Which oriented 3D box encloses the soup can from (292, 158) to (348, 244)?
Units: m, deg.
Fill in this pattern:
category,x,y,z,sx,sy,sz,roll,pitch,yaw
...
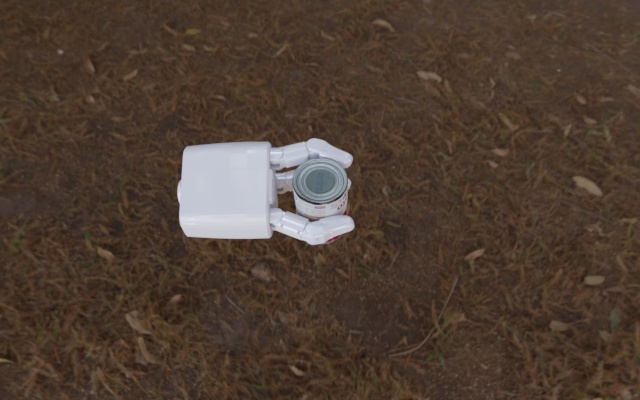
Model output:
category,x,y,z,sx,sy,sz,roll,pitch,yaw
soup can,0.001,0.002,0.600,0.068,0.068,0.102,0,-32,1
